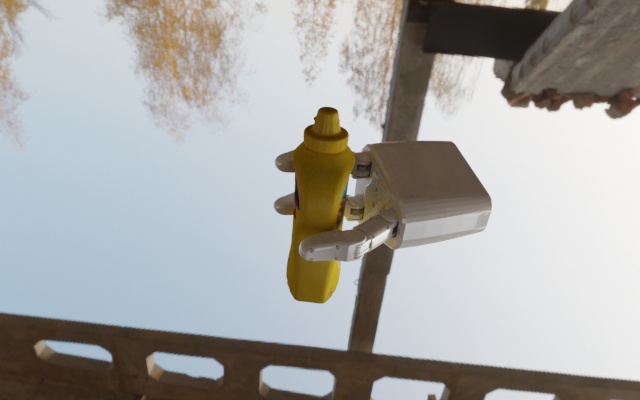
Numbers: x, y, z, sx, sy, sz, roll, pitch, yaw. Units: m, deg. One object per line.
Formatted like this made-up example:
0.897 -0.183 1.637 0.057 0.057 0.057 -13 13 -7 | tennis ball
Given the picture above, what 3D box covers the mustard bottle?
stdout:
0.000 0.002 0.468 0.058 0.192 0.096 7 32 2 | mustard bottle
